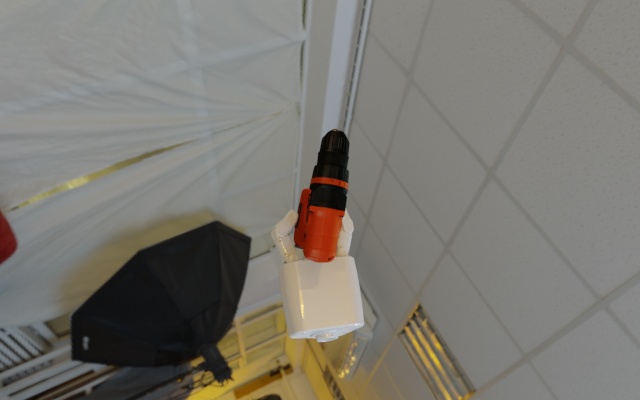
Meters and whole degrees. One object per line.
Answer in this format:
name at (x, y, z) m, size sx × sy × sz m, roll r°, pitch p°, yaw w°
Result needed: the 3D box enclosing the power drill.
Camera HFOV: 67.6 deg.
power drill at (0.000, 0.003, 0.716) m, size 0.057 × 0.184 × 0.188 m, roll 11°, pitch -10°, yaw -4°
